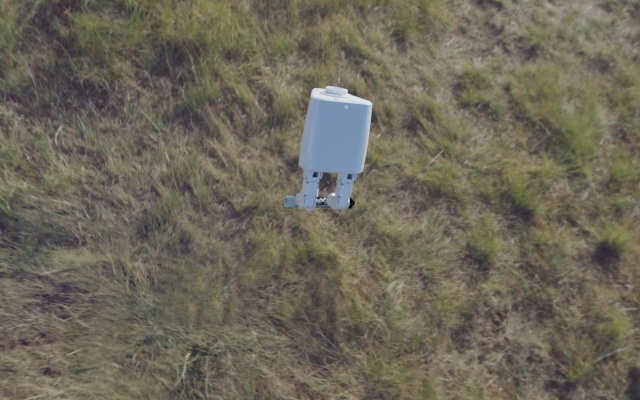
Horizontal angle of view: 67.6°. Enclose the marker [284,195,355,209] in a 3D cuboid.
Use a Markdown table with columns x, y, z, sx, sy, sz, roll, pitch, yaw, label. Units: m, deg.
| x | y | z | sx | sy | sz | roll | pitch | yaw | label |
| --- | --- | --- | --- | --- | --- | --- | --- | --- | --- |
| 0.000 | 0.003 | 0.795 | 0.121 | 0.020 | 0.020 | 2 | -1 | -19 | marker |
